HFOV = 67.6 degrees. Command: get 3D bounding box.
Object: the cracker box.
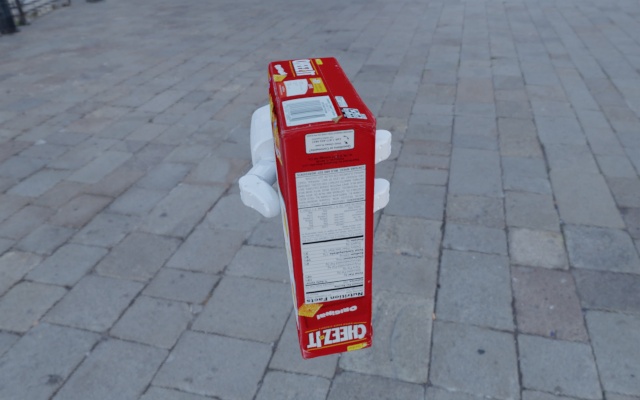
[{"bbox_3d":[0.000,0.001,0.423,0.072,0.214,0.164,-7,32,-6],"label":"cracker box"}]
